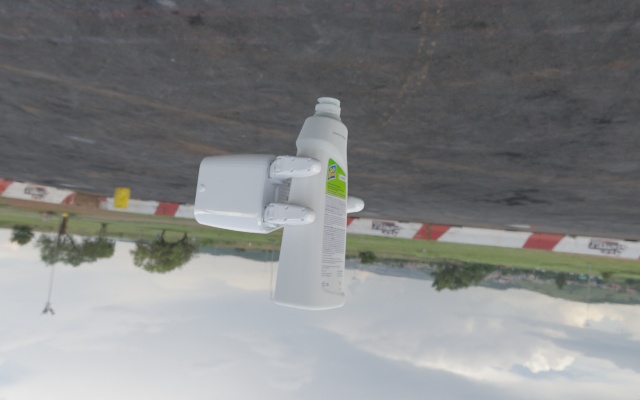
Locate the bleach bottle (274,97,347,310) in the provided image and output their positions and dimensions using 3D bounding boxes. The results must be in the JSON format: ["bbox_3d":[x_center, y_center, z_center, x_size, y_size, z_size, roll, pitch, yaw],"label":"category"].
[{"bbox_3d":[0.000,0.002,0.586,0.068,0.251,0.102,4,-6,25],"label":"bleach bottle"}]
